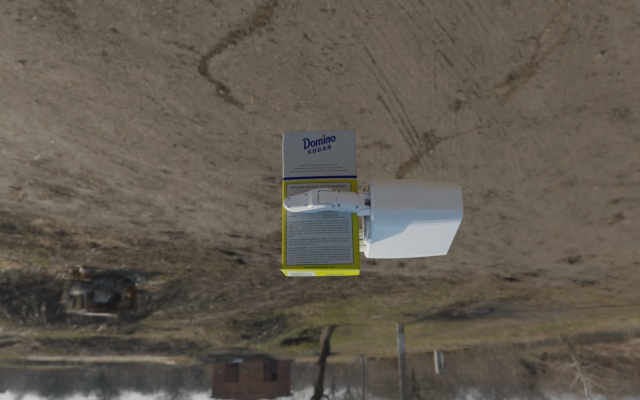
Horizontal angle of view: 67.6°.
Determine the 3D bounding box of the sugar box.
[{"bbox_3d":[0.000,0.002,0.586,0.093,0.176,0.048,-1,-19,3],"label":"sugar box"}]
